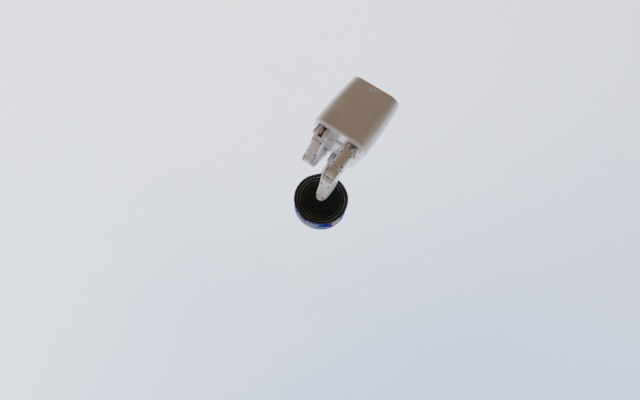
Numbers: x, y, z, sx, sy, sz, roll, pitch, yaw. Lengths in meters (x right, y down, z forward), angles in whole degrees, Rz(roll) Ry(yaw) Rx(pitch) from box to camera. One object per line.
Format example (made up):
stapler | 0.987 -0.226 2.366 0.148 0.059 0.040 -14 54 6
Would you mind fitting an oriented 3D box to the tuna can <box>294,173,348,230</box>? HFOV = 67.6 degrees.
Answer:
tuna can | 0.000 0.003 0.763 0.086 0.086 0.034 0 -21 -3
